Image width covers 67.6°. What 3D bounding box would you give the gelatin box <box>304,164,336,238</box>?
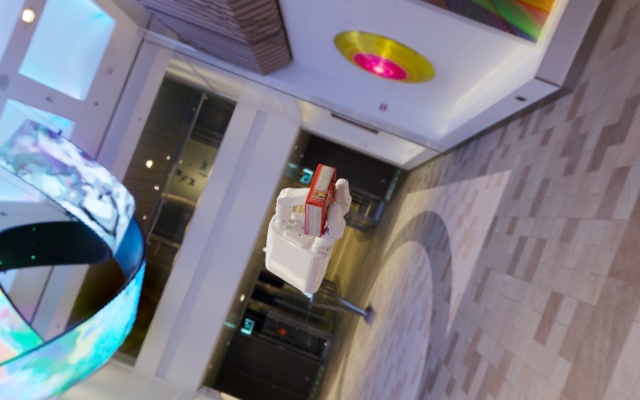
[{"bbox_3d":[0.000,0.002,0.711,0.030,0.073,0.089,14,-34,8],"label":"gelatin box"}]
